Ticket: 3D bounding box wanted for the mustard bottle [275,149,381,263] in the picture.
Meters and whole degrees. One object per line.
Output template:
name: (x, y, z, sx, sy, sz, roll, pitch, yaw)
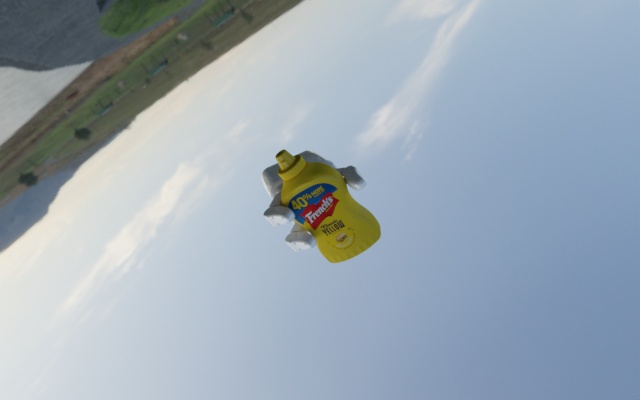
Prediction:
mustard bottle: (0.000, 0.003, 0.692, 0.096, 0.192, 0.058, -30, 26, 21)
